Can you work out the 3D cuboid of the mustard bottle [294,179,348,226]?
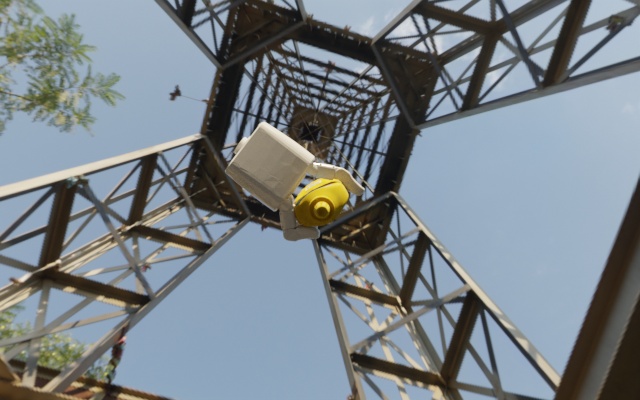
[{"bbox_3d":[0.000,0.003,0.809,0.096,0.058,0.191,-28,7,3],"label":"mustard bottle"}]
